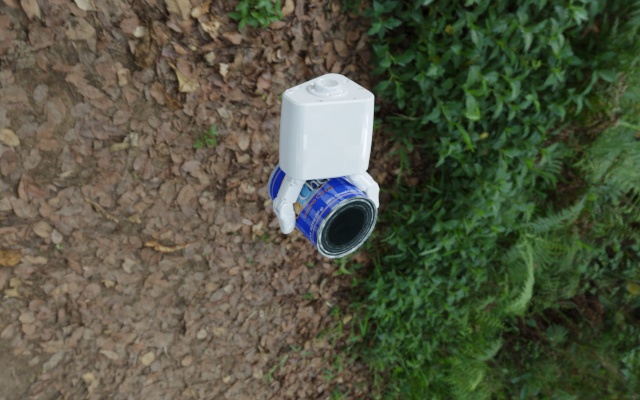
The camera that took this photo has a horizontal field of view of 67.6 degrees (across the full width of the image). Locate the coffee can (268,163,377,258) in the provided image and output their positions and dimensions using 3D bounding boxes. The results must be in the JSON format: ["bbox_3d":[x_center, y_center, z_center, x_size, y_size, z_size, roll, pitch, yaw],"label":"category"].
[{"bbox_3d":[0.000,0.002,0.701,0.103,0.103,0.140,0,31,-39],"label":"coffee can"}]
